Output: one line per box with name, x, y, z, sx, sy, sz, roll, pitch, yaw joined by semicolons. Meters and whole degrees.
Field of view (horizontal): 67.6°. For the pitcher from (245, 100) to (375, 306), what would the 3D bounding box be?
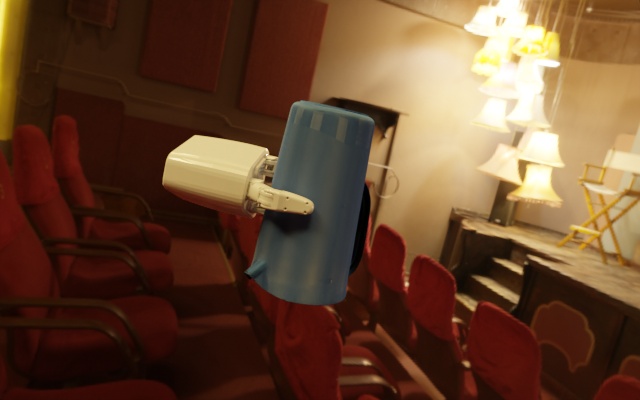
pitcher;0.000;0.002;0.624;0.145;0.243;0.149;13;9;3
